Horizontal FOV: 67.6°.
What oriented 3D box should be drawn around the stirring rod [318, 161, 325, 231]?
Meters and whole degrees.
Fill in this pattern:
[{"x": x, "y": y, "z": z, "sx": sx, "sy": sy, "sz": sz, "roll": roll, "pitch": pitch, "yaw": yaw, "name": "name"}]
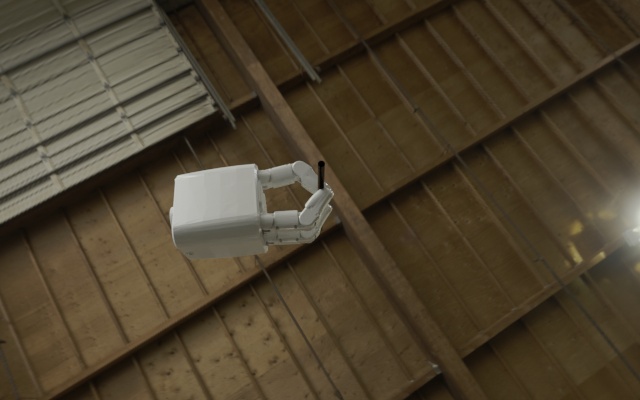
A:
[{"x": 0.000, "y": 0.002, "z": 0.645, "sx": 0.011, "sy": 0.011, "sz": 0.240, "roll": 0, "pitch": -21, "yaw": 0, "name": "stirring rod"}]
